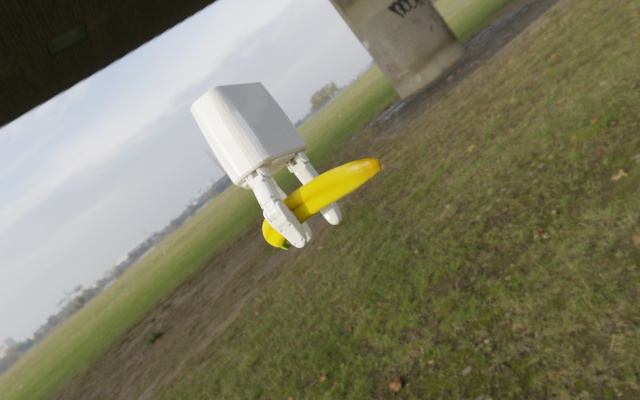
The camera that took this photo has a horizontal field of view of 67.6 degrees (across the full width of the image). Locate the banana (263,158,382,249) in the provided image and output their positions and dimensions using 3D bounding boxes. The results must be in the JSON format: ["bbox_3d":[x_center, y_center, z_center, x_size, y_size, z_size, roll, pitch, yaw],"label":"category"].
[{"bbox_3d":[-0.014,0.006,0.567,0.069,0.037,0.198,-10,-23,-49],"label":"banana"}]
